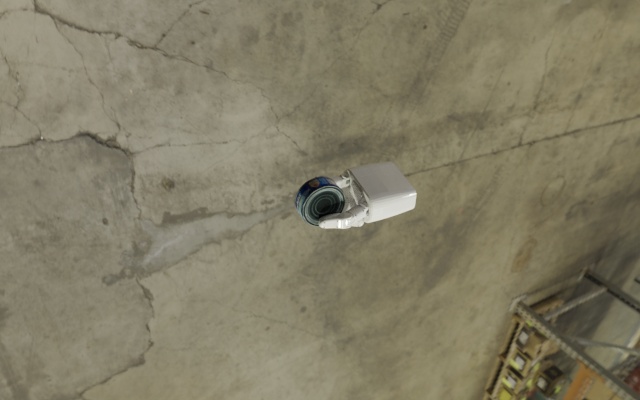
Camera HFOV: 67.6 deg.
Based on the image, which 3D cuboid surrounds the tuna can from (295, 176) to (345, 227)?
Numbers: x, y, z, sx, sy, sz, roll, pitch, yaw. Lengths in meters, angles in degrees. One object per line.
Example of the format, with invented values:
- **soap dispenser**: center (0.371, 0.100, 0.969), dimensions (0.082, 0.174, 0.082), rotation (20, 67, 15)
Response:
- **tuna can**: center (0.000, 0.003, 0.840), dimensions (0.086, 0.086, 0.033), rotation (0, 30, -29)
